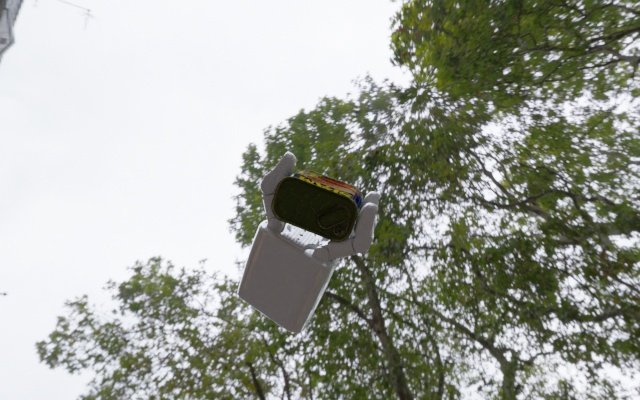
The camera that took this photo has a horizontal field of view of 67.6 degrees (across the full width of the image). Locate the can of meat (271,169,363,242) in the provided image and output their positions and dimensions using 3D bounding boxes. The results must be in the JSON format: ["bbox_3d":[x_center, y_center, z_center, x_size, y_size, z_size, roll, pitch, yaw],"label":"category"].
[{"bbox_3d":[0.000,0.002,0.600,0.102,0.057,0.084,21,15,6],"label":"can of meat"}]
